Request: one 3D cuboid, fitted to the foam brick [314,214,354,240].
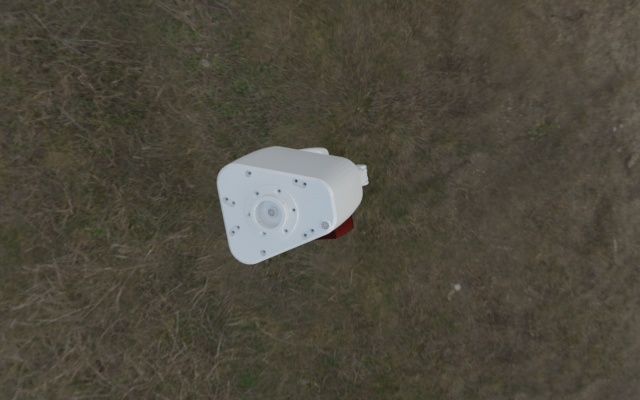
[{"bbox_3d":[0.000,0.002,0.539,0.053,0.078,0.051,-4,11,27],"label":"foam brick"}]
